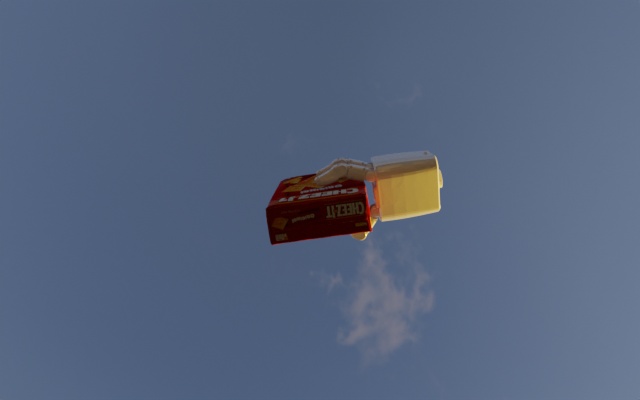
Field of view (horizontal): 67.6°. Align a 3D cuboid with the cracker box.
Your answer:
[{"bbox_3d":[0.000,0.003,0.846,0.164,0.072,0.213,-8,14,4],"label":"cracker box"}]
